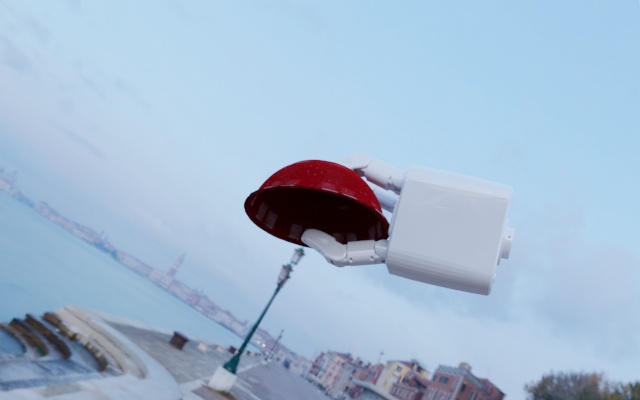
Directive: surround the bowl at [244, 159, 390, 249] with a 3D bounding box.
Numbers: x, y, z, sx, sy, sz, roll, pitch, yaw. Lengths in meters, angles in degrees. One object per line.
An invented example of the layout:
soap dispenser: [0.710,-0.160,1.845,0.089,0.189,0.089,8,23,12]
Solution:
bowl: [-0.001,0.001,0.530,0.162,0.055,0.162,9,-26,4]
